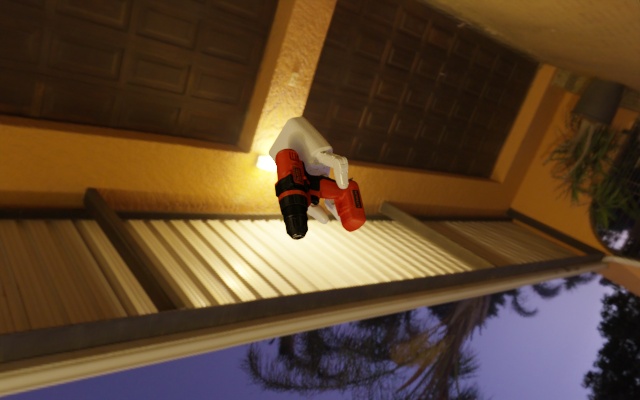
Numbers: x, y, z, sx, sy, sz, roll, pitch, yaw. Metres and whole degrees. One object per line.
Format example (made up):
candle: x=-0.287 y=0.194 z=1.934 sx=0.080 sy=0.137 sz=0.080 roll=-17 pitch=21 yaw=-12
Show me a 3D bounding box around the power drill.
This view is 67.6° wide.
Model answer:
power drill: x=0.000 y=0.003 z=0.893 sx=0.188 sy=0.184 sz=0.057 roll=19 pitch=-40 yaw=-39
